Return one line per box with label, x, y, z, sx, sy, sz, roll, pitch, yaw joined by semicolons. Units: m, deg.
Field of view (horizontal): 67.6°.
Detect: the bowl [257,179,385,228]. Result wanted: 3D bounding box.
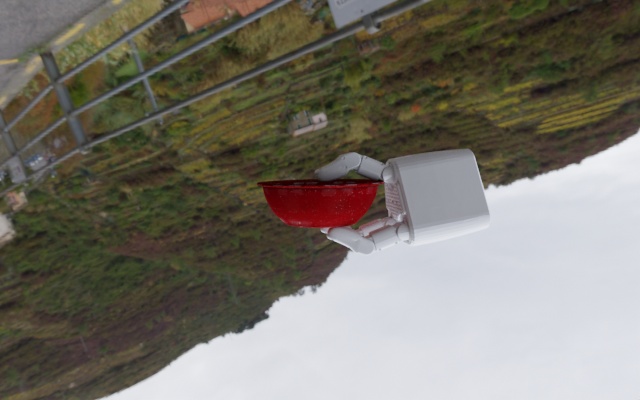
bowl;-0.001;0.002;0.610;0.162;0.055;0.162;0;5;0
